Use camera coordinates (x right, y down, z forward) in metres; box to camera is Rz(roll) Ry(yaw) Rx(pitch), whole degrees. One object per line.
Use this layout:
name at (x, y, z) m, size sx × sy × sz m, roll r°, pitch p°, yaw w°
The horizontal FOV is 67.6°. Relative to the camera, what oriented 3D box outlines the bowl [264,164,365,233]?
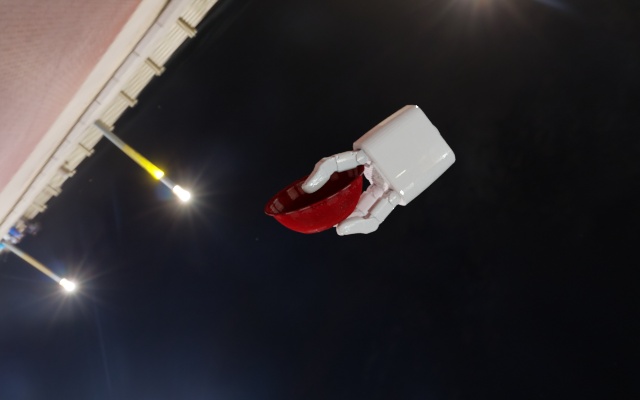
bowl at (-0.001, 0.003, 0.713) m, size 0.162 × 0.055 × 0.162 m, roll -22°, pitch 17°, yaw 7°
